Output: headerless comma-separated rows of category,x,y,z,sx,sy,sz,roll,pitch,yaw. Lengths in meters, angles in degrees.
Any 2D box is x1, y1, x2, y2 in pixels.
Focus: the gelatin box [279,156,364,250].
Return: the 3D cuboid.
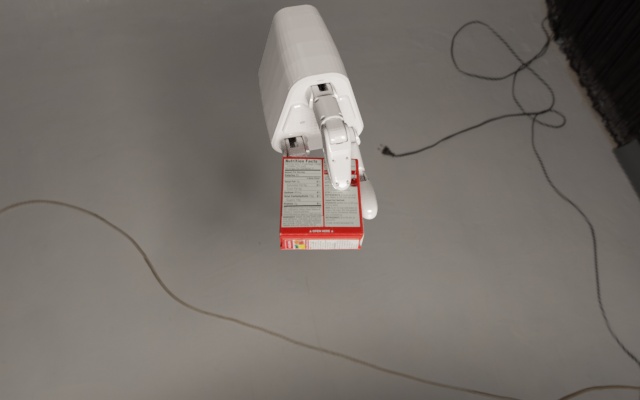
gelatin box,0.000,0.001,0.441,0.073,0.089,0.030,0,-35,-2
